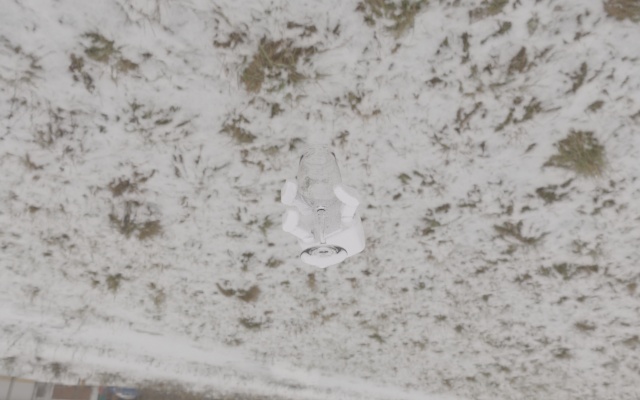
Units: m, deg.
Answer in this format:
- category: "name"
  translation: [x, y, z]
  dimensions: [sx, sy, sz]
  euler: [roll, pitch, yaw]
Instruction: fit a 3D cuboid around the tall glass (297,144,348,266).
- category: "tall glass"
  translation: [0.000, 0.003, 0.796]
  dimensions: [0.079, 0.201, 0.079]
  euler: [-3, -32, -2]
